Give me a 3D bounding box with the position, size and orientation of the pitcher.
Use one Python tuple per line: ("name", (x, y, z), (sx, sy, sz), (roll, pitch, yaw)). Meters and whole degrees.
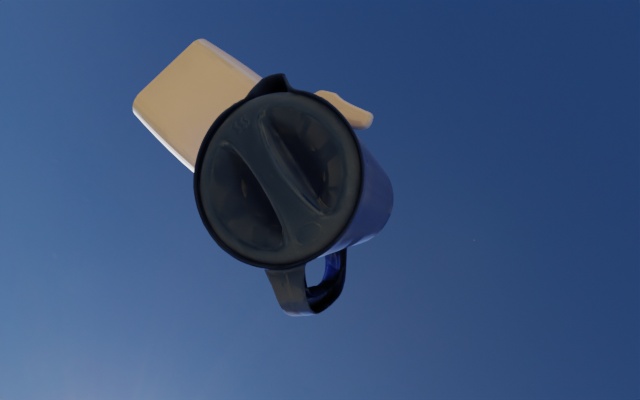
("pitcher", (0.000, 0.001, 0.452), (0.145, 0.149, 0.243), (38, 7, 16))
